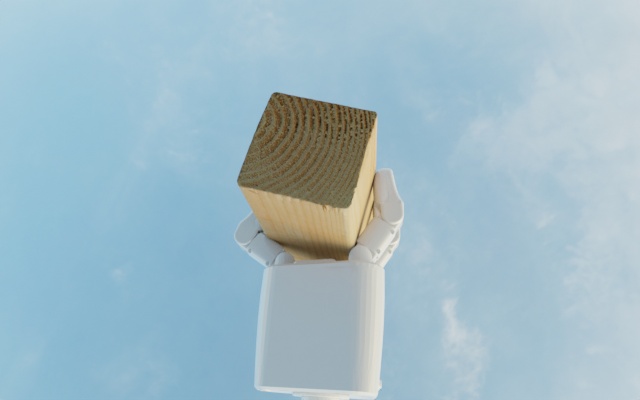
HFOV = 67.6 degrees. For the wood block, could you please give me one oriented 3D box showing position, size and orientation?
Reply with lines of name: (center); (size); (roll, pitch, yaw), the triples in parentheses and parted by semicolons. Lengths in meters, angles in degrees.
wood block: (0.000, 0.002, 0.455); (0.091, 0.090, 0.206); (13, -23, 11)
